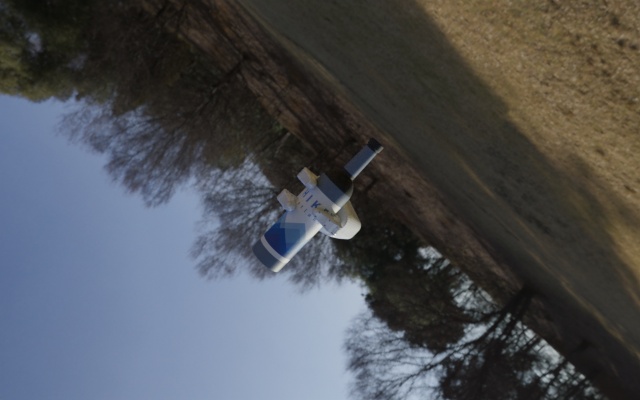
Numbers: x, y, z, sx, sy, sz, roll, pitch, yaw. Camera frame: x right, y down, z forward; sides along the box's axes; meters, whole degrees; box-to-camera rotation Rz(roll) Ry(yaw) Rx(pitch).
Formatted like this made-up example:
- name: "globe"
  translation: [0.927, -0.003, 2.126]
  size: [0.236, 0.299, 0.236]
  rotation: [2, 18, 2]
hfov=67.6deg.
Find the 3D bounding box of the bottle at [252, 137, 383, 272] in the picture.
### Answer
- name: "bottle"
  translation: [0.000, 0.003, 0.858]
  size: [0.069, 0.296, 0.069]
  rotation: [43, 8, -7]
